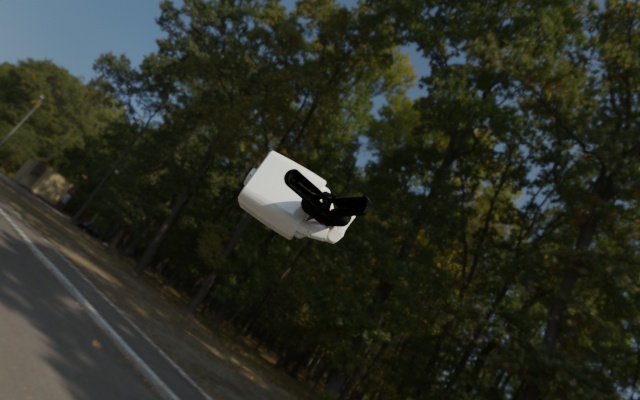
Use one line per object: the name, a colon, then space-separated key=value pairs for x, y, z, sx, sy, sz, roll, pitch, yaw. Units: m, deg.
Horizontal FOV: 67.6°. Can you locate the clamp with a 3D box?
clamp: x=0.000 y=0.002 z=0.686 sx=0.120 sy=0.039 sz=0.171 roll=29 pitch=-17 yaw=-1
